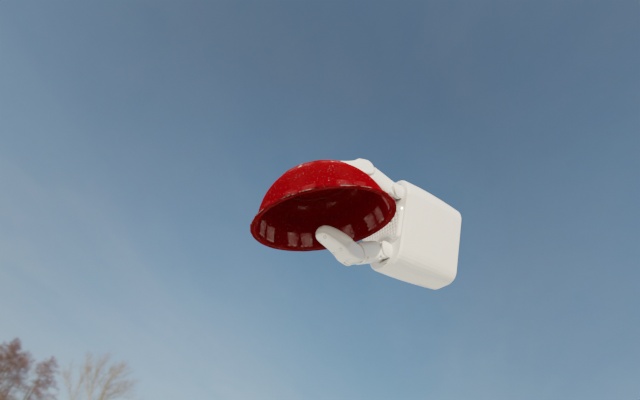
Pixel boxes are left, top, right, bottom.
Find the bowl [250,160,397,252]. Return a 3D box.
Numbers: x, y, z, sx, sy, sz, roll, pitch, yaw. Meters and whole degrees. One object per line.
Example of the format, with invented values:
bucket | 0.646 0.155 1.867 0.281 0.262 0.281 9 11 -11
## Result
bowl | -0.001 0.001 0.533 0.162 0.055 0.162 -8 -26 -4
